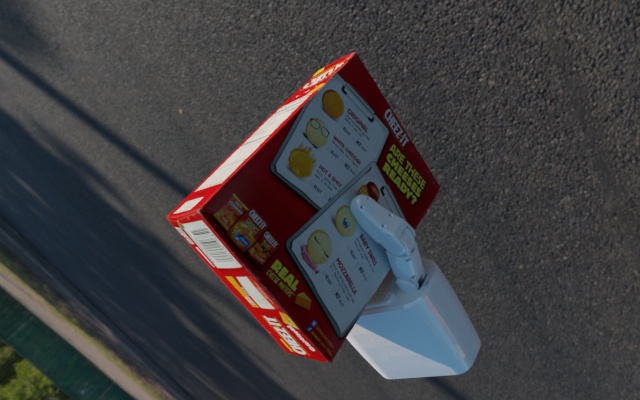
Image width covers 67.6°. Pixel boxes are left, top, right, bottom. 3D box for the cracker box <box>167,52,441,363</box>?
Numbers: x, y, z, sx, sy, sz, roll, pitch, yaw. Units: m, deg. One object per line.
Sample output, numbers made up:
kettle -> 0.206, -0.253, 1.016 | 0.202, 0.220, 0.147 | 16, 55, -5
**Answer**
cracker box -> 0.000, 0.001, 0.419 | 0.072, 0.164, 0.213 | -9, 35, 50
